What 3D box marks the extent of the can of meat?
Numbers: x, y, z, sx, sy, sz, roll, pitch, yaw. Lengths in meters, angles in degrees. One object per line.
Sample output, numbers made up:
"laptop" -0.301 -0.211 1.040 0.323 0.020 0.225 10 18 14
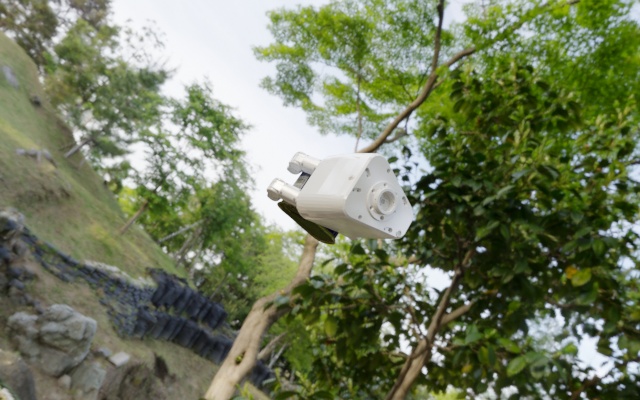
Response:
"can of meat" 0.000 0.002 0.714 0.102 0.084 0.057 42 -20 -23
